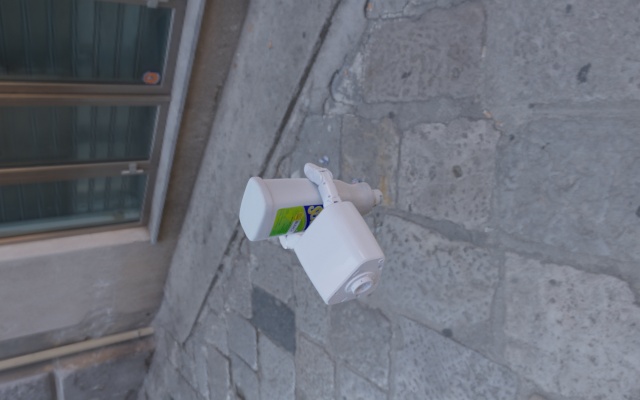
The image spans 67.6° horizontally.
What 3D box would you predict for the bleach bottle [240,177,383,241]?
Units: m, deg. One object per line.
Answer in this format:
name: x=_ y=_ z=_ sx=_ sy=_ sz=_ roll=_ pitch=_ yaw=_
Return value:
bleach bottle: x=0.000 y=0.003 z=0.778 sx=0.251 sy=0.068 sz=0.103 roll=-7 pitch=-40 yaw=-32
